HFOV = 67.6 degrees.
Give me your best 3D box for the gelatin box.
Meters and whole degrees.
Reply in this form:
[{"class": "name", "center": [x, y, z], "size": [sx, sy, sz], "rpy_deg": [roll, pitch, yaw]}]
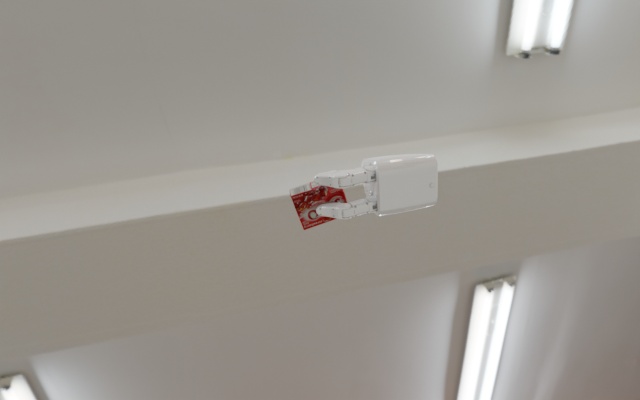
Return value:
[{"class": "gelatin box", "center": [0.000, 0.003, 0.821], "size": [0.089, 0.073, 0.030], "rpy_deg": [-18, 31, 2]}]
